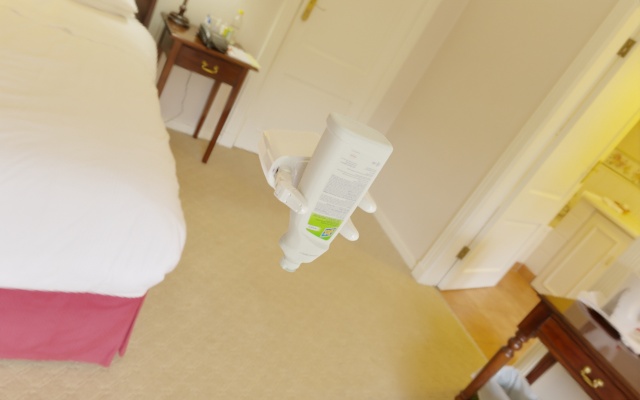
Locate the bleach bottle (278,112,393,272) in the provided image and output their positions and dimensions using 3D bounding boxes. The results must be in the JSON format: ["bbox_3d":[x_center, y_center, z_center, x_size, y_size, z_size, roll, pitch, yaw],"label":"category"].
[{"bbox_3d":[0.000,0.002,0.703,0.102,0.251,0.068,18,26,-29],"label":"bleach bottle"}]
